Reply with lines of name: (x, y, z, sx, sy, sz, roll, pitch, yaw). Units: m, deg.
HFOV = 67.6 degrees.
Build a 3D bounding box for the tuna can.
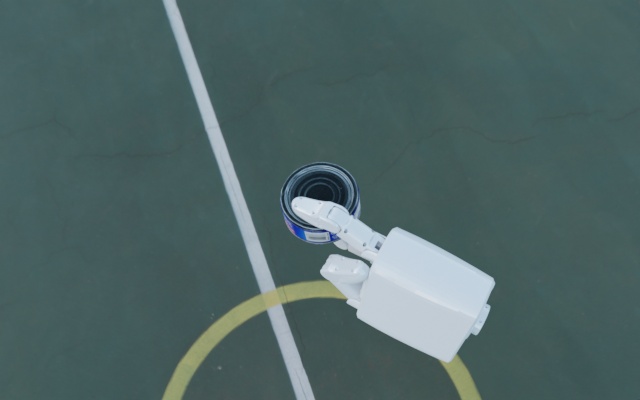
tuna can: (0.000, 0.001, 0.513, 0.086, 0.086, 0.034, 0, -29, 7)
